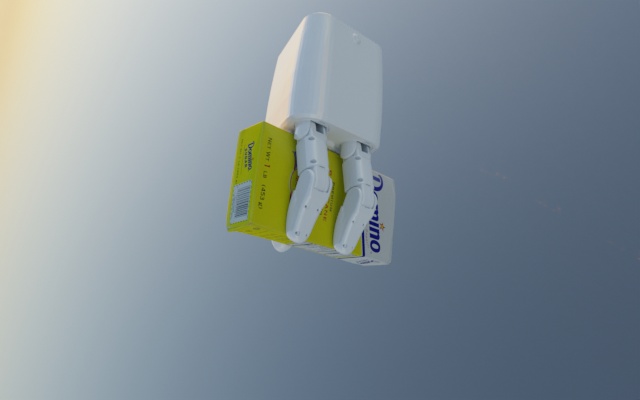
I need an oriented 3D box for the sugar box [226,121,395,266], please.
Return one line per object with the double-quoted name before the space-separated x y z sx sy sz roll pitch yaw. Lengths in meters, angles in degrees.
"sugar box" 0.000 0.001 0.452 0.176 0.093 0.048 18 -20 -37
